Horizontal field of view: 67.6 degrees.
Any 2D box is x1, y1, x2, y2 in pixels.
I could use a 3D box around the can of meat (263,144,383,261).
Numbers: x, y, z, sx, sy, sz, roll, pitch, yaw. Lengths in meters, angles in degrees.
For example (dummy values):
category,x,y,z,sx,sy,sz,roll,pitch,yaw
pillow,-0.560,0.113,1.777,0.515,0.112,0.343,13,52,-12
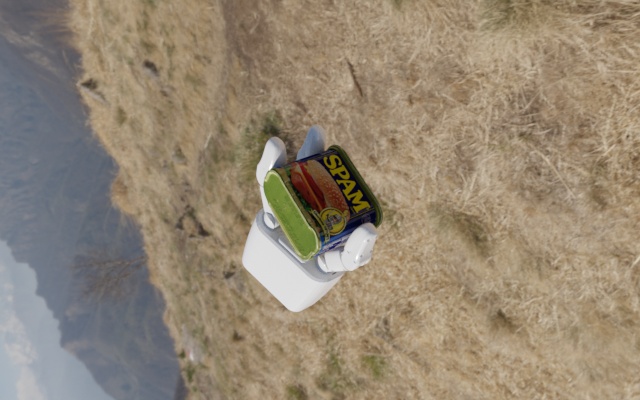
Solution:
category,x,y,z,sx,sy,sz,roll,pitch,yaw
can of meat,0.000,0.002,0.490,0.084,0.102,0.057,-22,-18,-32
